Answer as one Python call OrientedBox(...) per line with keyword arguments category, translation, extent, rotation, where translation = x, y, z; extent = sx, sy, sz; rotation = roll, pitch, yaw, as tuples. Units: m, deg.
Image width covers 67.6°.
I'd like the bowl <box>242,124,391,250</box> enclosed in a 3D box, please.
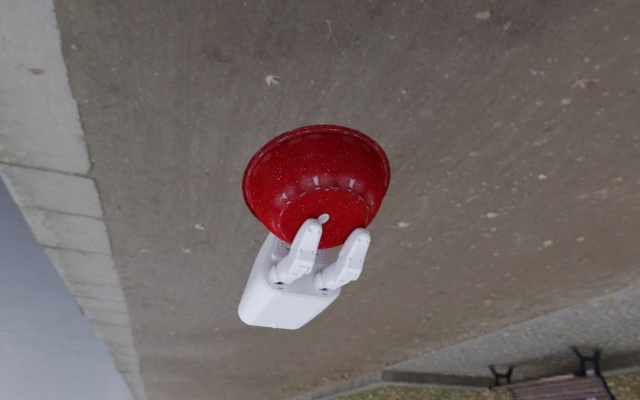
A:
OrientedBox(category="bowl", translation=(0.000, 0.001, 0.496), extent=(0.162, 0.162, 0.055), rotation=(-6, 45, -6))
